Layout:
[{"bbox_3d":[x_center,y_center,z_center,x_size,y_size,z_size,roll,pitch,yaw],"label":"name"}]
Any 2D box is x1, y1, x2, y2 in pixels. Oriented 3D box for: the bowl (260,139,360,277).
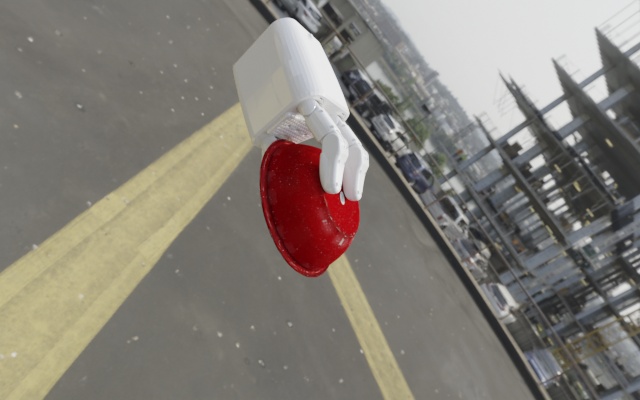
[{"bbox_3d":[0.001,0.003,0.534,0.055,0.162,0.162,-15,-7,25],"label":"bowl"}]
